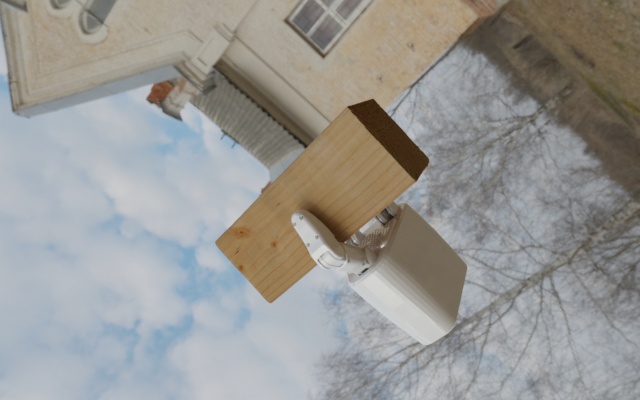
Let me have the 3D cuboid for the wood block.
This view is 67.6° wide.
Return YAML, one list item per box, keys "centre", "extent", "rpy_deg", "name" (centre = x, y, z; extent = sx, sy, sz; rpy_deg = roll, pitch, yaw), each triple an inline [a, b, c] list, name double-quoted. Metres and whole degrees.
- centre: [0.000, 0.002, 0.492]
  extent: [0.206, 0.090, 0.090]
  rpy_deg: [-43, -2, 26]
  name: "wood block"
